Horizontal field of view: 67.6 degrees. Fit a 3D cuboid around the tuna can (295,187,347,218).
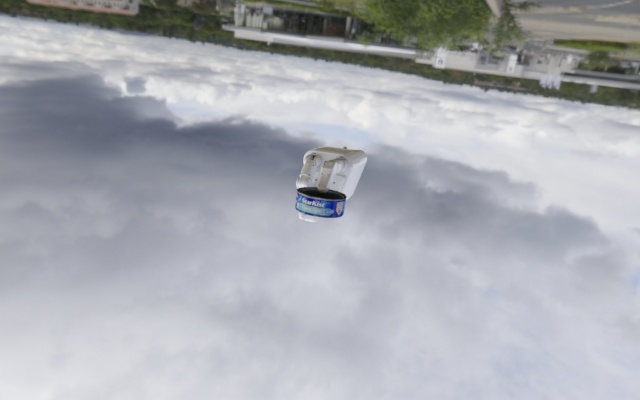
[{"bbox_3d":[0.000,0.003,0.811,0.086,0.034,0.086,8,13,-2],"label":"tuna can"}]
